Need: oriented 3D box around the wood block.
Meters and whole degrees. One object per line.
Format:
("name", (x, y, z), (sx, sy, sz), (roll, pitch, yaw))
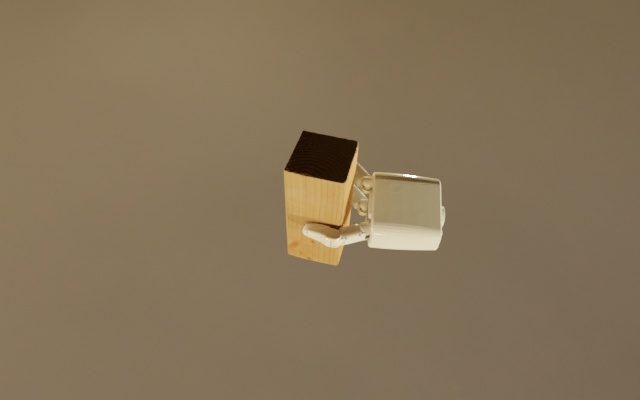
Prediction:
("wood block", (0.000, 0.003, 0.755), (0.090, 0.090, 0.206), (13, -40, 9))
